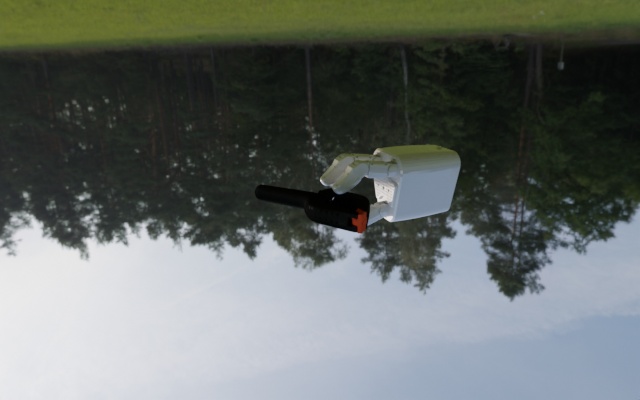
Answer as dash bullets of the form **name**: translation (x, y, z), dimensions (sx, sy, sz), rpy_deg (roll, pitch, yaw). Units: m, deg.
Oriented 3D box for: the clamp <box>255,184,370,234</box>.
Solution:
- **clamp**: translation (0.001, 0.003, 0.703), dimensions (0.164, 0.036, 0.210), rpy_deg (-7, 19, -18)
